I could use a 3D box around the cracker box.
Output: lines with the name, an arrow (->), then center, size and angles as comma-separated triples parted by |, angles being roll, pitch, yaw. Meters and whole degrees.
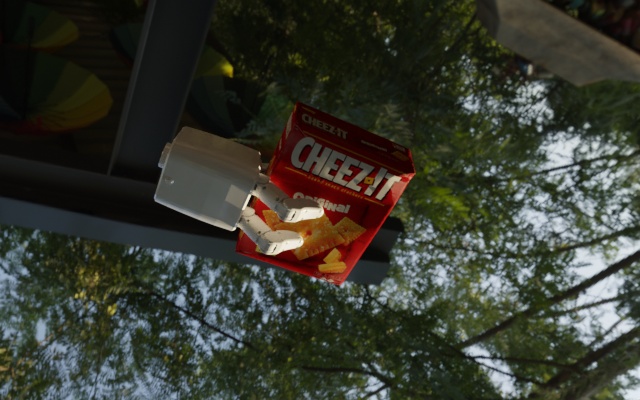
cracker box -> 0.000, 0.002, 0.636 | 0.164, 0.214, 0.072 | 21, 32, -14
